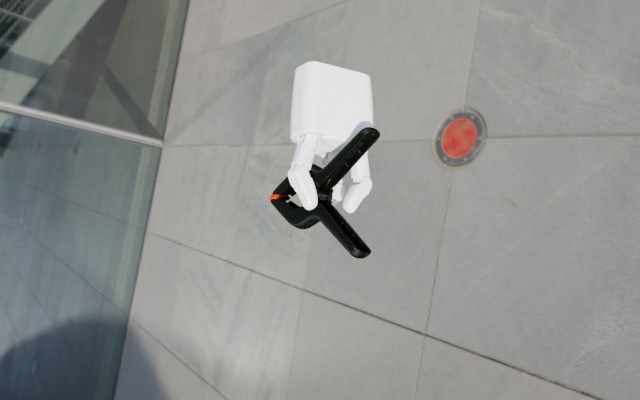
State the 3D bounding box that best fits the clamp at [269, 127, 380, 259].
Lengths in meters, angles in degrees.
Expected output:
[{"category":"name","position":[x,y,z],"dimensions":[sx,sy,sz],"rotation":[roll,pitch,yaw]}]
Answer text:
[{"category":"clamp","position":[-0.001,0.002,0.655],"dimensions":[0.036,0.164,0.210],"rotation":[12,-17,-40]}]
